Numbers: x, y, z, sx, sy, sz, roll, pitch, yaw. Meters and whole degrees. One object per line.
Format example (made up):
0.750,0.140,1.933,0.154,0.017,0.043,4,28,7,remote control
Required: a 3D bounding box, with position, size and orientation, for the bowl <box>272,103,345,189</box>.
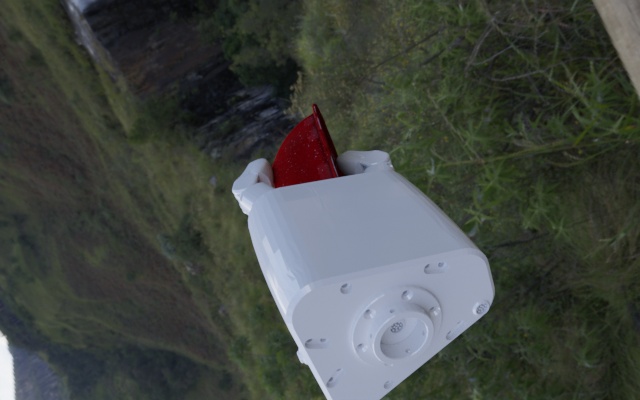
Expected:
0.000,0.001,0.417,0.055,0.162,0.162,-20,-2,6,bowl
